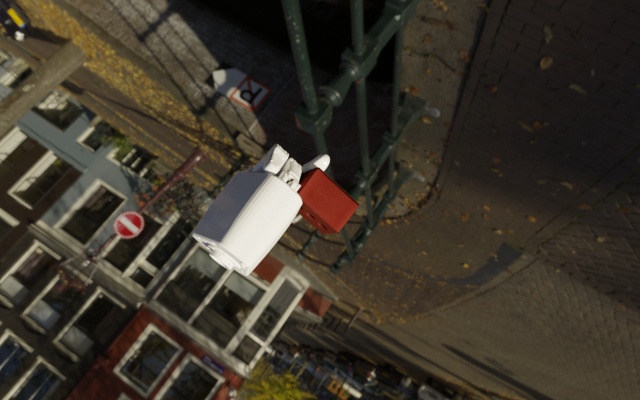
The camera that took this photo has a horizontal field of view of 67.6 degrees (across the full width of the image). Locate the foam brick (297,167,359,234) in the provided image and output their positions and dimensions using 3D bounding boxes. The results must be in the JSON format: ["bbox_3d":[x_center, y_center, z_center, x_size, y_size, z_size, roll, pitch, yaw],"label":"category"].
[{"bbox_3d":[0.000,0.002,0.639,0.078,0.051,0.053,41,-21,-15],"label":"foam brick"}]
